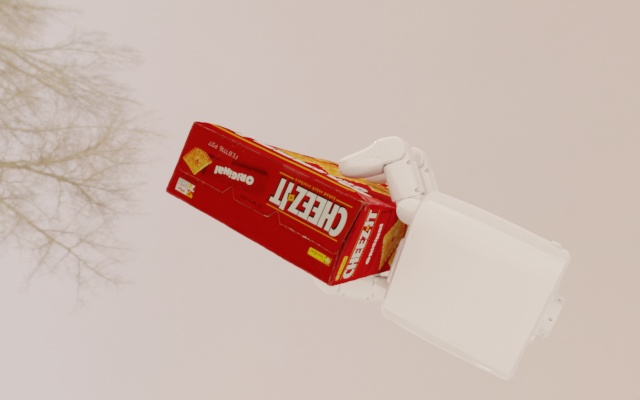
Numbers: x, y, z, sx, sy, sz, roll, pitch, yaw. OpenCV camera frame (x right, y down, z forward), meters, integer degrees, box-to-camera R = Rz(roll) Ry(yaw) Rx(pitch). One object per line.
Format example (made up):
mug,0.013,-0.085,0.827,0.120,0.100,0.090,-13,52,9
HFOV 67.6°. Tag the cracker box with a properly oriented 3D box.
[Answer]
cracker box,0.000,0.002,0.437,0.164,0.072,0.214,26,7,25
